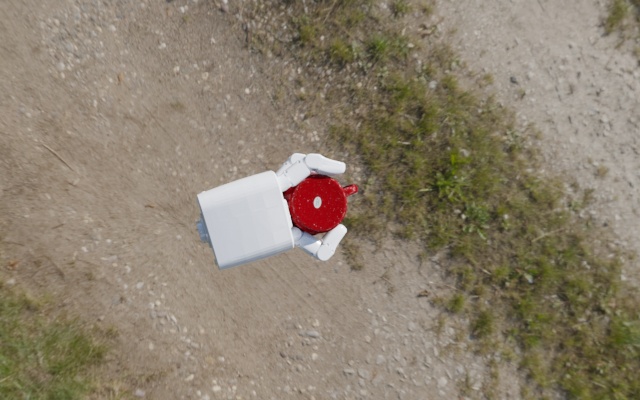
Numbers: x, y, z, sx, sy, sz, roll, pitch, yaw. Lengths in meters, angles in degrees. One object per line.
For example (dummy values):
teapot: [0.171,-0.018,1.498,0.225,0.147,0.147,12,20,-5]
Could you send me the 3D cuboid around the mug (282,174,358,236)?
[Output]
mug: [0.002,0.002,0.686,0.117,0.093,0.081,-18,2,-15]
